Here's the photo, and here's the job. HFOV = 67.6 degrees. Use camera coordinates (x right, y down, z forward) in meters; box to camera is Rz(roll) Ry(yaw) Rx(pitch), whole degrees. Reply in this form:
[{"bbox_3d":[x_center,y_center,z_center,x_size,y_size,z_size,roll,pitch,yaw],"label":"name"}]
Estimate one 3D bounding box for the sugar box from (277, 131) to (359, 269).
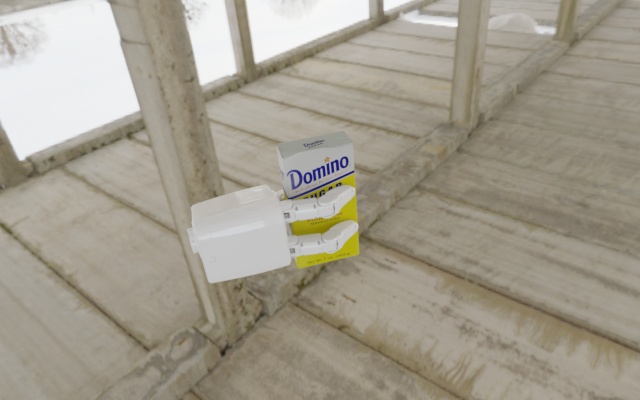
[{"bbox_3d":[0.000,0.002,0.639,0.093,0.176,0.048,-13,34,-10],"label":"sugar box"}]
